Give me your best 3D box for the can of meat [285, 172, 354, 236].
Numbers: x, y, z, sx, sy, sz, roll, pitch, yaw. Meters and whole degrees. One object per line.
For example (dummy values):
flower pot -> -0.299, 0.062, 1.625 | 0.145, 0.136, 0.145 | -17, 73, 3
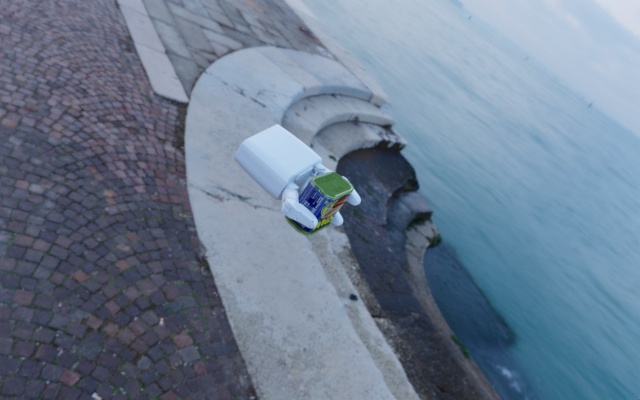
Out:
can of meat -> 0.000, 0.002, 0.792 | 0.057, 0.084, 0.102 | 42, 27, 14
